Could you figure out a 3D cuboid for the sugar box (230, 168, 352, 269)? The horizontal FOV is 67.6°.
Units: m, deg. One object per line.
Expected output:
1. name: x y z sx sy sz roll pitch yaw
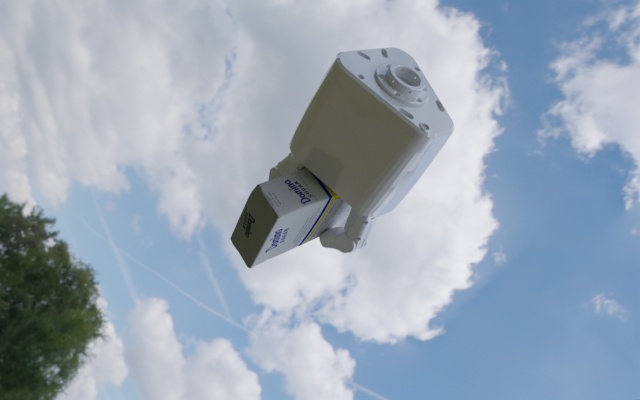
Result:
1. sugar box: 0.000 0.001 0.492 0.176 0.048 0.093 -18 -26 -38
